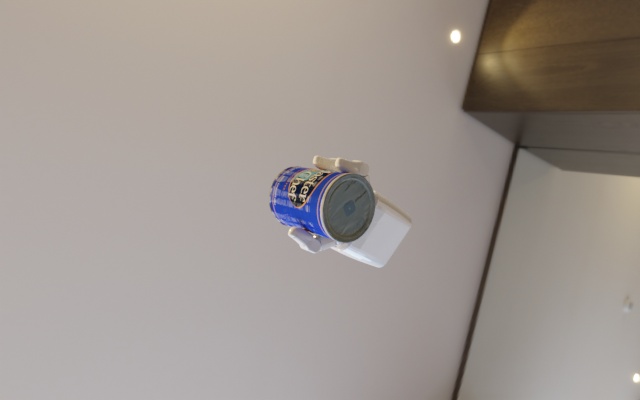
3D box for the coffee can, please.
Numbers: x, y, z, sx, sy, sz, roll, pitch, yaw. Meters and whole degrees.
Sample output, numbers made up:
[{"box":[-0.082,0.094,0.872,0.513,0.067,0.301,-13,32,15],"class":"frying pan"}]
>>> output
[{"box":[0.000,0.002,0.744,0.103,0.103,0.140,0,8,-39],"class":"coffee can"}]
